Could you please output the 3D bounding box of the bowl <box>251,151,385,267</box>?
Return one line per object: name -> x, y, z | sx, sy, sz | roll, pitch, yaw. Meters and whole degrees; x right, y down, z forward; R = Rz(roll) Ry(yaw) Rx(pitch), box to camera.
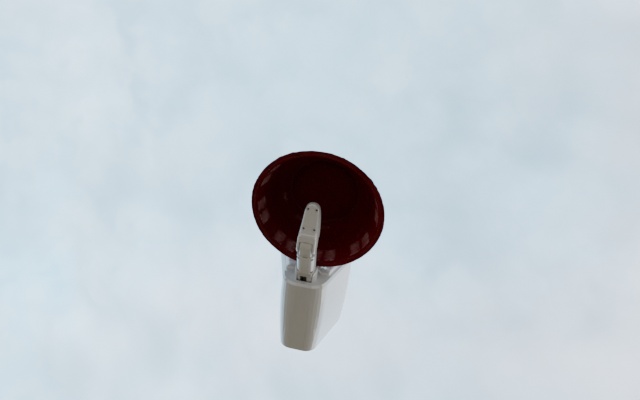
bowl -> 0.001, 0.001, 0.586 | 0.162, 0.162, 0.055 | 0, 31, 14
